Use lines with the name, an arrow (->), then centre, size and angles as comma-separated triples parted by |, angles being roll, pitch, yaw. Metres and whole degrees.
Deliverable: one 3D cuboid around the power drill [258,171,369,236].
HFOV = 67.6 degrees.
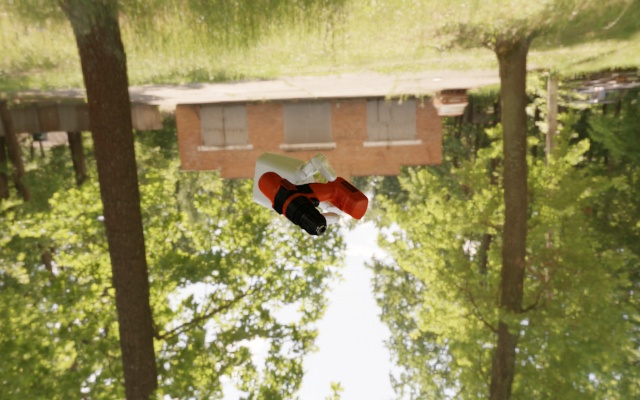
power drill -> 0.000, 0.003, 0.887 | 0.187, 0.057, 0.184 | 0, 31, -43
